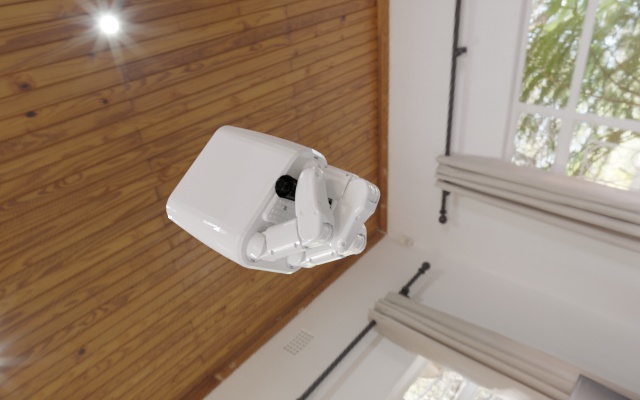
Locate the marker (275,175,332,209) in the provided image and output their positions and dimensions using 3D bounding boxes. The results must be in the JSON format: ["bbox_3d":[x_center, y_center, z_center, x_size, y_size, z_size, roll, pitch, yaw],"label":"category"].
[{"bbox_3d":[0.000,0.001,0.414,0.020,0.020,0.121,0,-13,32],"label":"marker"}]
